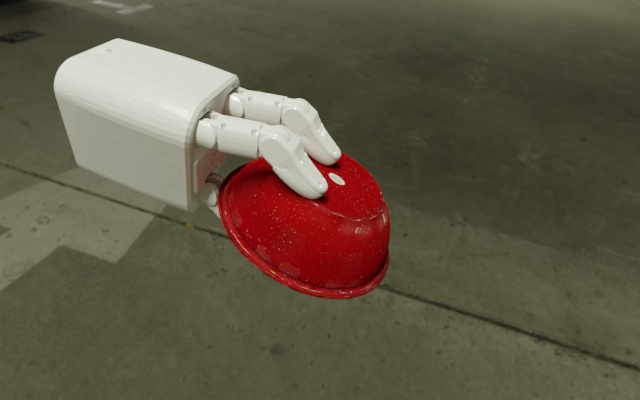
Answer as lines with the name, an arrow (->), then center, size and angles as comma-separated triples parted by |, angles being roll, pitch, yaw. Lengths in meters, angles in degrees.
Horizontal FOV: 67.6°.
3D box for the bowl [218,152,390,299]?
bowl -> 0.001, 0.001, 0.401 | 0.162, 0.055, 0.162 | 21, 35, -16
